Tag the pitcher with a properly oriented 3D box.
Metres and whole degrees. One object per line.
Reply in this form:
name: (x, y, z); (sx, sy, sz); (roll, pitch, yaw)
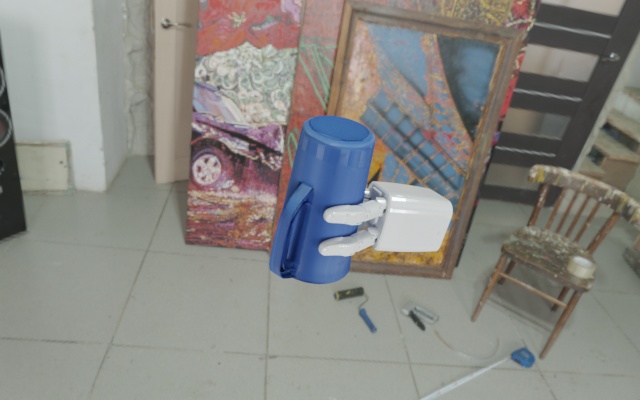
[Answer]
pitcher: (0.000, 0.002, 0.732); (0.145, 0.243, 0.149); (5, 30, -12)
